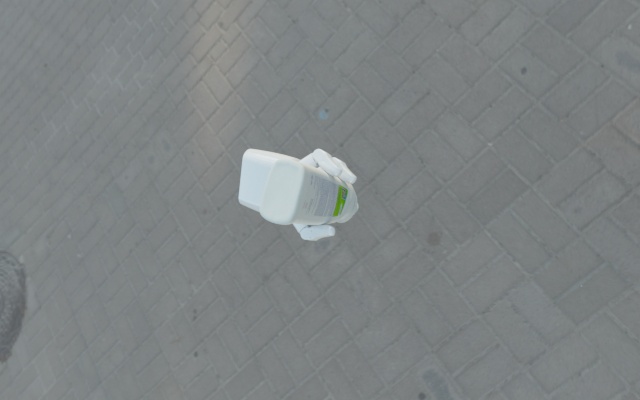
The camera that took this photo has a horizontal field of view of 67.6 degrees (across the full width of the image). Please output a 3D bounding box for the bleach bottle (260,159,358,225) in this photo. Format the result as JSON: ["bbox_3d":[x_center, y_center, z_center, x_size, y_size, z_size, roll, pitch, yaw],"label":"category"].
[{"bbox_3d":[0.000,0.003,0.819,0.068,0.102,0.251,15,-1,30],"label":"bleach bottle"}]
